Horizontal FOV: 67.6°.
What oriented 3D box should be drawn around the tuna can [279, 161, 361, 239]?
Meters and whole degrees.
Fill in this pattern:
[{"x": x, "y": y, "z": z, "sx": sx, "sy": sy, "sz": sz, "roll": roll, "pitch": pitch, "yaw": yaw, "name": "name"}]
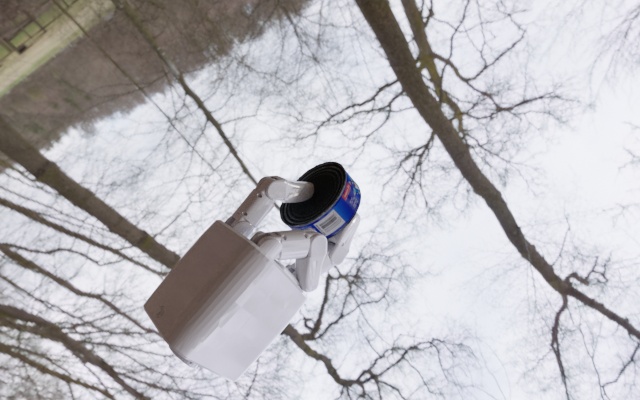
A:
[{"x": 0.000, "y": 0.002, "z": 0.507, "sx": 0.086, "sy": 0.086, "sz": 0.034, "roll": 0, "pitch": -37, "yaw": 47, "name": "tuna can"}]
